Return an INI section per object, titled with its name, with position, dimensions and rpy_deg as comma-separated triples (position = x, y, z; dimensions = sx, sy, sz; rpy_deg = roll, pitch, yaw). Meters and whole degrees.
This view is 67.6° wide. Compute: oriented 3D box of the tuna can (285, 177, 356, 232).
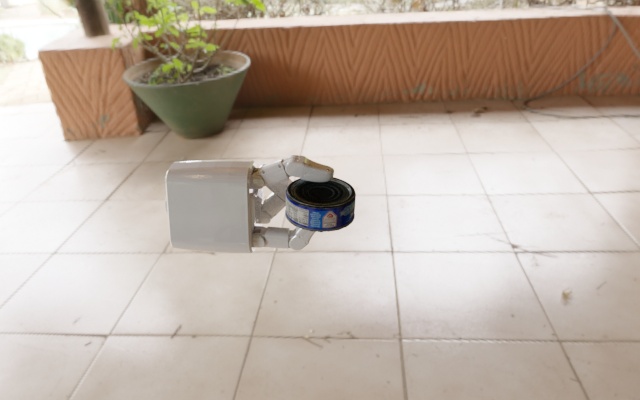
[tuna can]
position = 0.000, 0.001, 0.579
dimensions = 0.086, 0.034, 0.086
rpy_deg = 2, 28, -1
